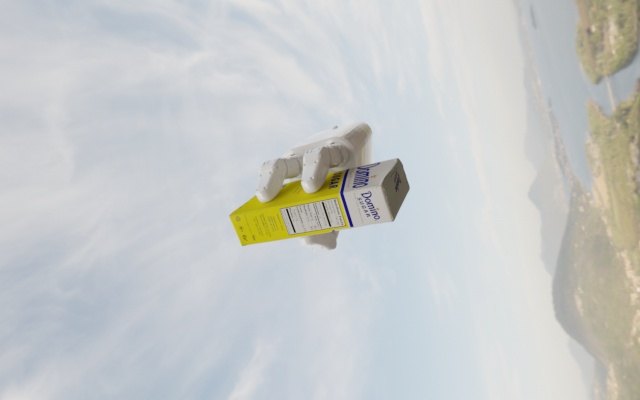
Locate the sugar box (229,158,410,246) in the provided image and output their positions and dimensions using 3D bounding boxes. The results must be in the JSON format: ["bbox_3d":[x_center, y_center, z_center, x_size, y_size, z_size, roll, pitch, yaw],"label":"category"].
[{"bbox_3d":[0.000,0.001,0.515,0.176,0.048,0.093,-14,16,25],"label":"sugar box"}]
